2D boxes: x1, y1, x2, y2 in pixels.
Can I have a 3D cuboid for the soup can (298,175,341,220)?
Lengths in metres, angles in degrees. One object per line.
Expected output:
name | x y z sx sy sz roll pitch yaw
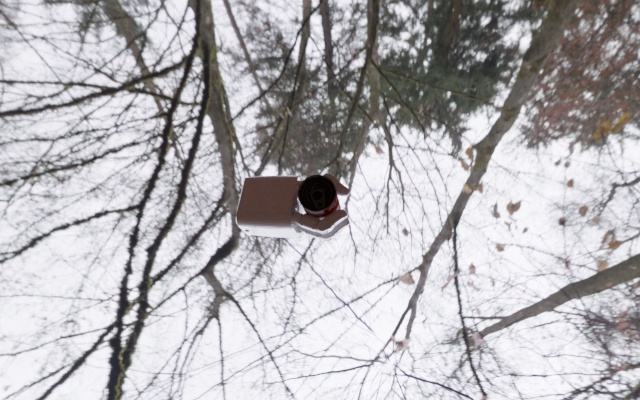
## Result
soup can | 0.001 0.003 0.876 0.068 0.068 0.102 0 -19 8
